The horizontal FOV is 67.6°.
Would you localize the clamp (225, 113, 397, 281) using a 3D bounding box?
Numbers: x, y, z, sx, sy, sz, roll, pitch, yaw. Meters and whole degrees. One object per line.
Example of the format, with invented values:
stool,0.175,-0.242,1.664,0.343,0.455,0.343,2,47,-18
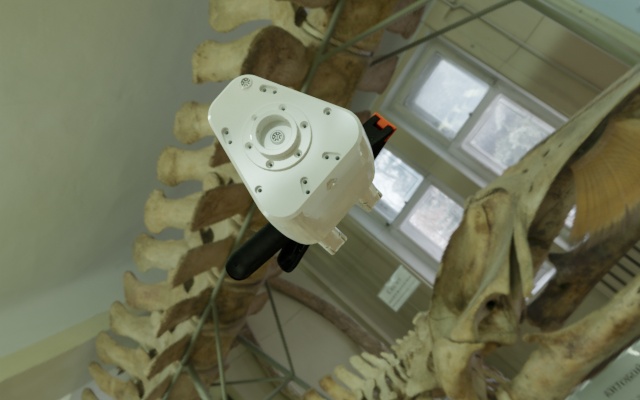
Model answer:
clamp,0.000,0.001,0.496,0.036,0.210,0.164,41,-3,12
